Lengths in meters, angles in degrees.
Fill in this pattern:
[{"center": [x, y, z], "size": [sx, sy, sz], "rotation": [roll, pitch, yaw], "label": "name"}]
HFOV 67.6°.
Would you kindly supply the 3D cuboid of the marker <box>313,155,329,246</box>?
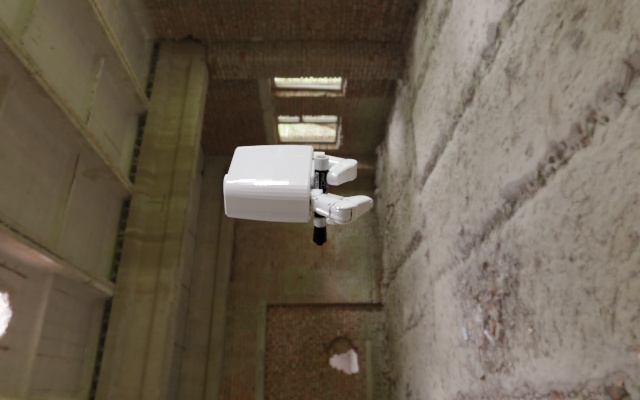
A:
[{"center": [0.000, 0.002, 0.611], "size": [0.020, 0.121, 0.020], "rotation": [1, 22, 0], "label": "marker"}]
